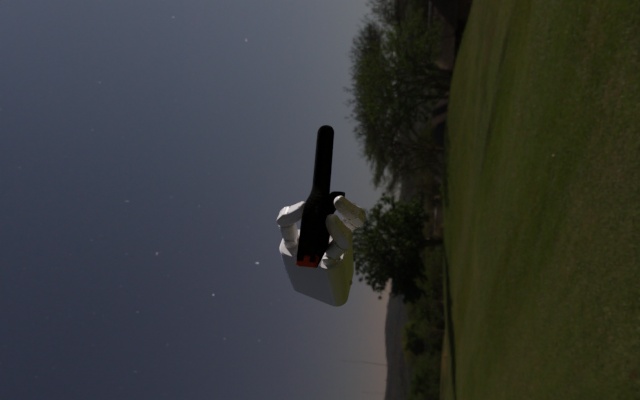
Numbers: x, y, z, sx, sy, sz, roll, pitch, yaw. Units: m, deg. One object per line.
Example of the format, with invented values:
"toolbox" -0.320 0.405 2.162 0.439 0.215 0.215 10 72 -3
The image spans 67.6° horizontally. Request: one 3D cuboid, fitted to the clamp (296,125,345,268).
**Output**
"clamp" -0.001 0.003 0.712 0.036 0.165 0.209 3 44 15
